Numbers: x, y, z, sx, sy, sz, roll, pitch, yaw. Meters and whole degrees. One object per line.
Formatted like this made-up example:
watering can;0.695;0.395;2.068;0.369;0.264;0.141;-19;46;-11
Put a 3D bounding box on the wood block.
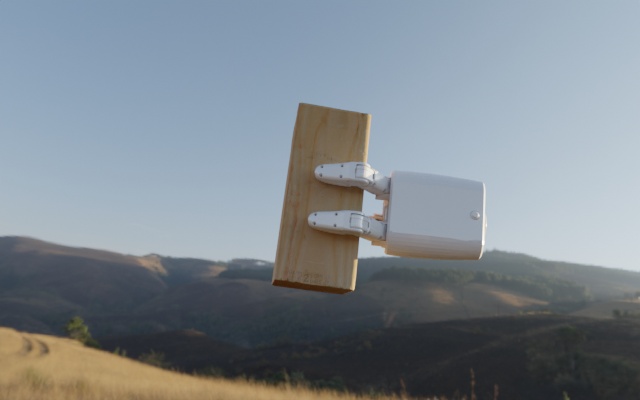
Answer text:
wood block;0.000;0.002;0.573;0.090;0.206;0.091;8;-15;-5
